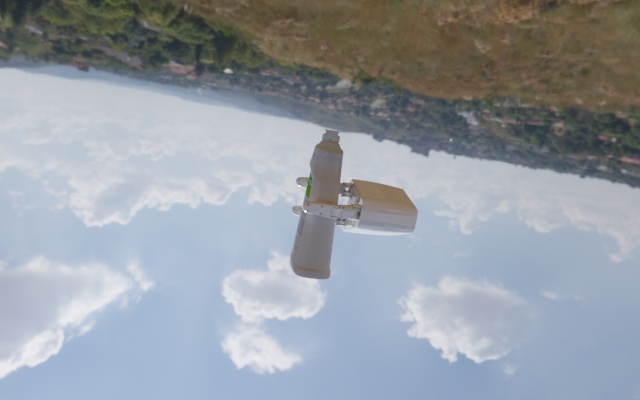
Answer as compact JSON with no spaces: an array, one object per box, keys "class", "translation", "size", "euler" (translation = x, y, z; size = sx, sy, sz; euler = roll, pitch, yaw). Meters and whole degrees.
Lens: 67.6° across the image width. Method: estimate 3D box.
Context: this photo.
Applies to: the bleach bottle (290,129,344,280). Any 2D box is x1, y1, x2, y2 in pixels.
[{"class":"bleach bottle","translation":[0.000,0.003,0.834],"size":[0.068,0.251,0.102],"euler":[8,9,-14]}]
